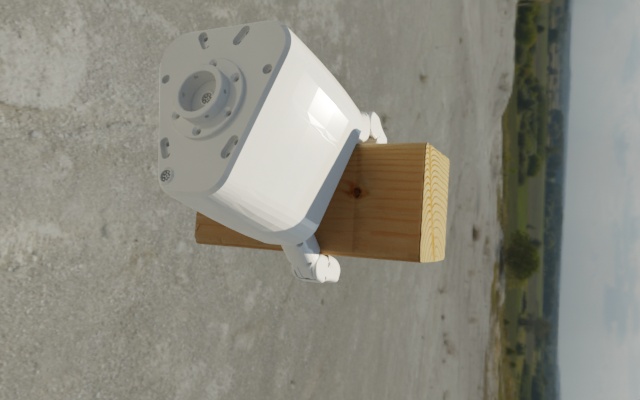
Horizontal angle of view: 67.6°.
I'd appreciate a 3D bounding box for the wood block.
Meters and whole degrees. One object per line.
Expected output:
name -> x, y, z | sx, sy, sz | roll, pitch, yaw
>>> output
wood block -> 0.000, 0.002, 0.426 | 0.206, 0.091, 0.090 | 2, -3, 26
